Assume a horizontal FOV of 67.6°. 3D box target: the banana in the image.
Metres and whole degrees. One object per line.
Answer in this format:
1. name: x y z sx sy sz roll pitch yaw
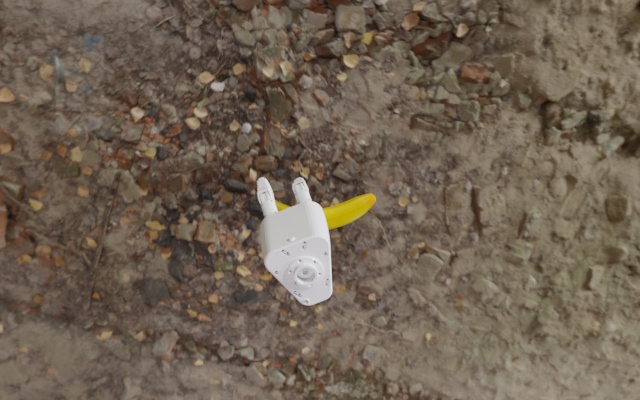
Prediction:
1. banana: -0.005 0.020 0.806 0.198 0.070 0.037 2 22 -8
